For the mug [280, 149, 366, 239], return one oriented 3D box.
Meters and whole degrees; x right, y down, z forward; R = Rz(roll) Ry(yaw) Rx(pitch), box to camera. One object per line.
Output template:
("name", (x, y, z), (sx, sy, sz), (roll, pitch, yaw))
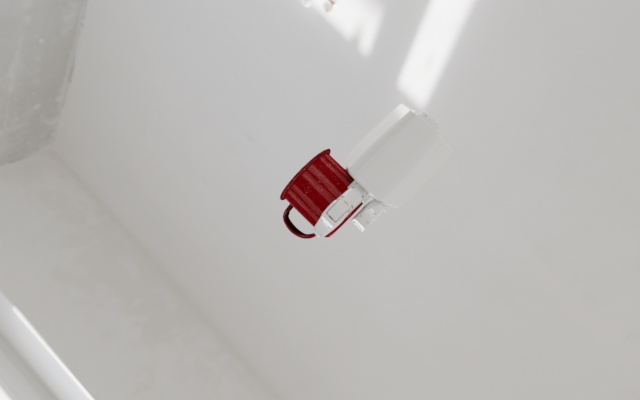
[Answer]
("mug", (-0.001, 0.003, 0.625), (0.081, 0.117, 0.093), (45, 15, 6))
